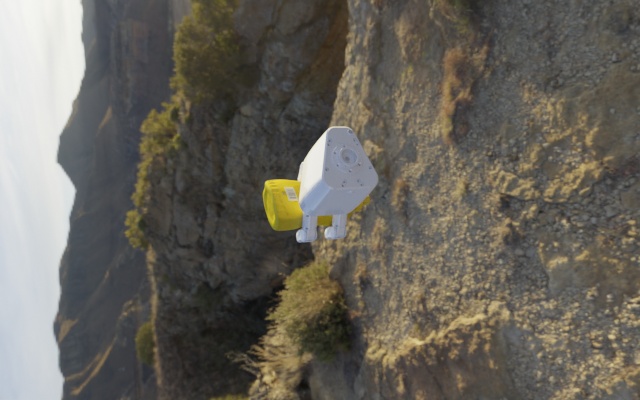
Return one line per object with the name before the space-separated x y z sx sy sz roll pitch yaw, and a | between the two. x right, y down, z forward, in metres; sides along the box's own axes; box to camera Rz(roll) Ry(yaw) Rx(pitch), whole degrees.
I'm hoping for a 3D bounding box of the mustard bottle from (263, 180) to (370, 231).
mustard bottle | 0.000 0.003 0.849 0.191 0.058 0.096 -4 46 -22
